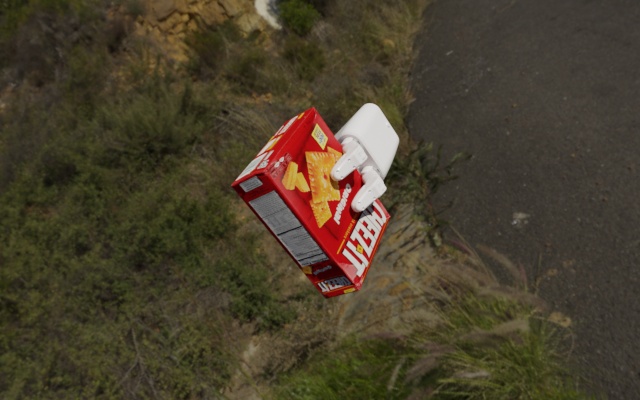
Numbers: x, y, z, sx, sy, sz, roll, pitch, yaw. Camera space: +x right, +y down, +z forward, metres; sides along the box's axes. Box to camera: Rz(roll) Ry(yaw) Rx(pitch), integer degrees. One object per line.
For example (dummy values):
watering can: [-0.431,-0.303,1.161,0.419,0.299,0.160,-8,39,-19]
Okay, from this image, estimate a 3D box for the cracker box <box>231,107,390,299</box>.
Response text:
cracker box: [0.000,0.002,0.670,0.072,0.214,0.164,-21,25,38]
